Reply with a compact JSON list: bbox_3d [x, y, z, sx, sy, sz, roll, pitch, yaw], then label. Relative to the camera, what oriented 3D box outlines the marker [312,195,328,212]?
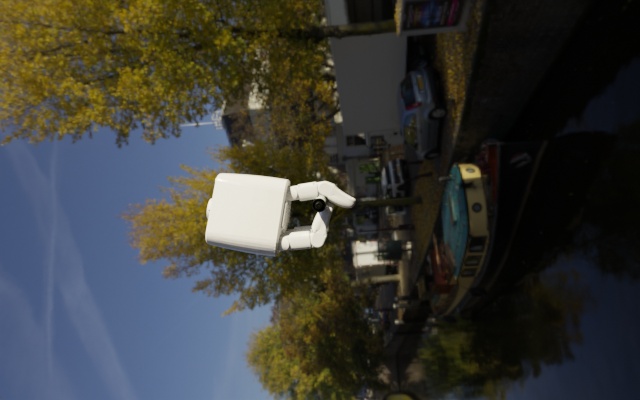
[{"bbox_3d":[0.000,0.002,0.688,0.020,0.020,0.121,0,5,3],"label":"marker"}]
